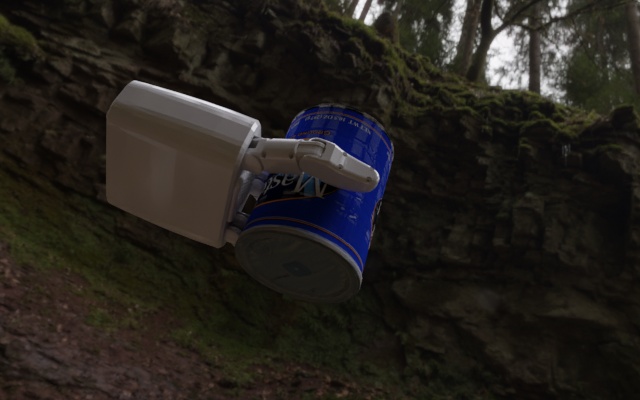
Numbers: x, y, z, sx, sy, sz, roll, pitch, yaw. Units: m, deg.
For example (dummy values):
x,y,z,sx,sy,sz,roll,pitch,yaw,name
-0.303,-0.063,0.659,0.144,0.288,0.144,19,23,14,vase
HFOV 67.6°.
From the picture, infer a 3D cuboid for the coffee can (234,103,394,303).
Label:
x,y,z,sx,sy,sz,roll,pitch,yaw,name
0.000,0.001,0.411,0.103,0.140,0.103,13,-36,10,coffee can
